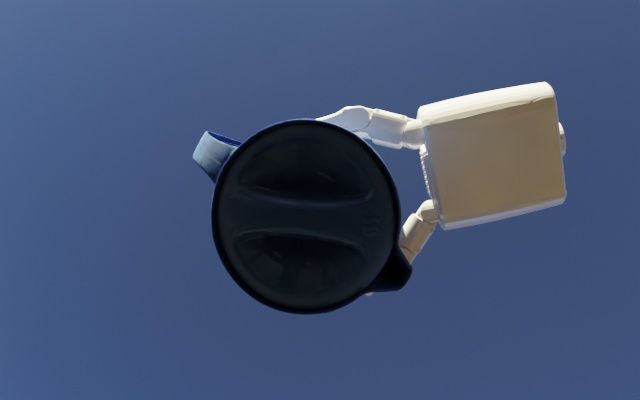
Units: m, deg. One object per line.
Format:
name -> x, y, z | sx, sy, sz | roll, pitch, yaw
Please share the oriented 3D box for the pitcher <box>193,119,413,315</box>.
pitcher -> 0.000, 0.001, 0.436 | 0.145, 0.149, 0.243 | -14, -1, 11
